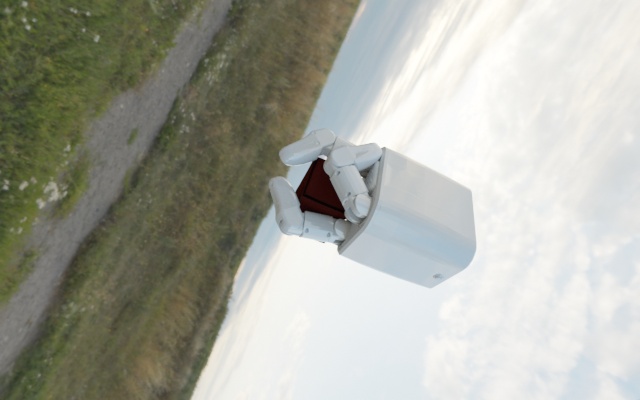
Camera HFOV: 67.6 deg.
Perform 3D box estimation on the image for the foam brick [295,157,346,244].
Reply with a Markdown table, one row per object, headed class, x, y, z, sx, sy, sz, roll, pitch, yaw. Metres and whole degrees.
| class | x | y | z | sx | sy | sz | roll | pitch | yaw |
| --- | --- | --- | --- | --- | --- | --- | --- | --- | --- |
| foam brick | 0.000 | 0.002 | 0.504 | 0.051 | 0.053 | 0.078 | 23 | -32 | -8 |
